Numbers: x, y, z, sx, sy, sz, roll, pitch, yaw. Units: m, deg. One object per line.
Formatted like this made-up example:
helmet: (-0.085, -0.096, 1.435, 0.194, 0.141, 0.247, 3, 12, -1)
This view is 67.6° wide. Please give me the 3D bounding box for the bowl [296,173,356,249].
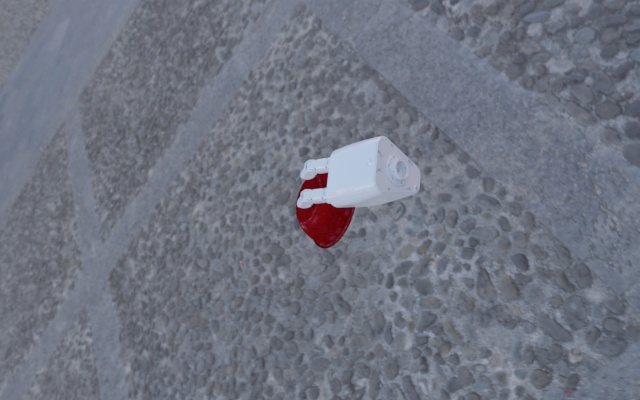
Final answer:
bowl: (-0.001, 0.003, 0.866, 0.055, 0.162, 0.162, 16, -7, -26)
